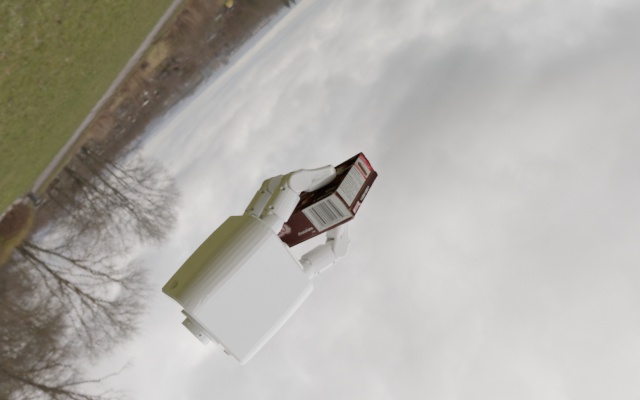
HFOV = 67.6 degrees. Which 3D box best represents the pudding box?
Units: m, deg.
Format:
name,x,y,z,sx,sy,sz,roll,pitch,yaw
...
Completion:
name,x,y,z,sx,sy,sz,roll,pitch,yaw
pudding box,0.000,0.002,0.530,0.113,0.039,0.090,-25,20,36
